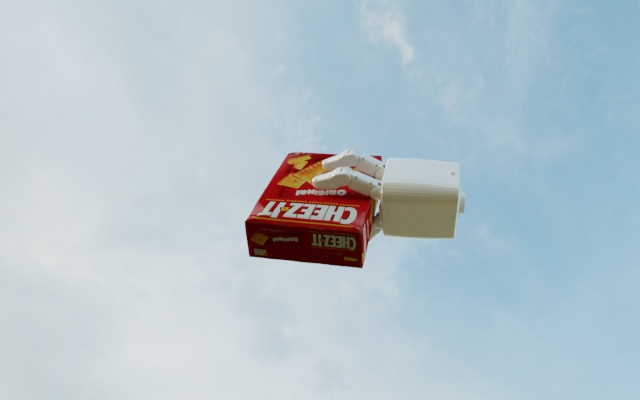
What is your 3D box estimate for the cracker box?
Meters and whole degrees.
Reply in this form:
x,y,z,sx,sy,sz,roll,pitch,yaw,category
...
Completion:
x,y,z,sx,sy,sz,roll,pitch,yaw,category
0.000,0.002,0.723,0.164,0.072,0.213,4,32,13,cracker box
